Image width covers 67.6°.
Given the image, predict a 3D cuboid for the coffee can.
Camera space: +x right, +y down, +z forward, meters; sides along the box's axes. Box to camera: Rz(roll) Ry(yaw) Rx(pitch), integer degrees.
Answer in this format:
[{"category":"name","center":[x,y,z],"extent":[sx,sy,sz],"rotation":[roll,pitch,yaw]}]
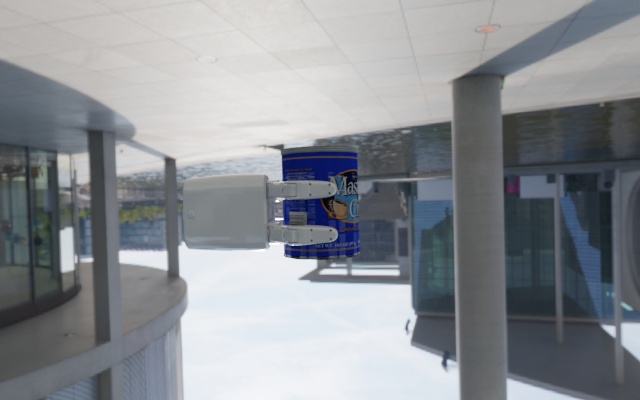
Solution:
[{"category":"coffee can","center":[0.000,0.002,0.634],"extent":[0.103,0.140,0.103],"rotation":[-1,1,0]}]
